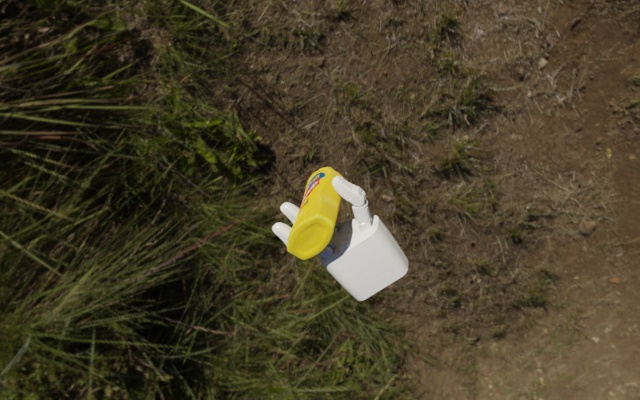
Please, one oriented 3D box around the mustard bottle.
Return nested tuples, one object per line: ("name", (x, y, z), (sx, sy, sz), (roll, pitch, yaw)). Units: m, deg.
("mustard bottle", (0.000, 0.002, 0.774), (0.058, 0.096, 0.191), (30, 36, -10))
